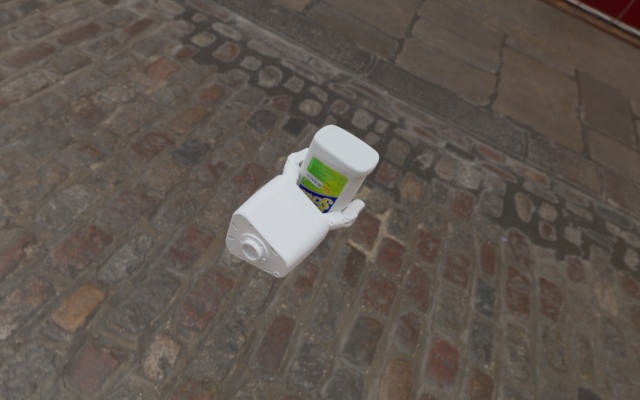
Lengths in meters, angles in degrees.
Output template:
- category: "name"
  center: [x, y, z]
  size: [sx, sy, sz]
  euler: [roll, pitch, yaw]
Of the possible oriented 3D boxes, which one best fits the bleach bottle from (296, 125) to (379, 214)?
- category: "bleach bottle"
  center: [0.000, 0.002, 0.779]
  size: [0.102, 0.251, 0.068]
  euler: [35, 45, 11]
